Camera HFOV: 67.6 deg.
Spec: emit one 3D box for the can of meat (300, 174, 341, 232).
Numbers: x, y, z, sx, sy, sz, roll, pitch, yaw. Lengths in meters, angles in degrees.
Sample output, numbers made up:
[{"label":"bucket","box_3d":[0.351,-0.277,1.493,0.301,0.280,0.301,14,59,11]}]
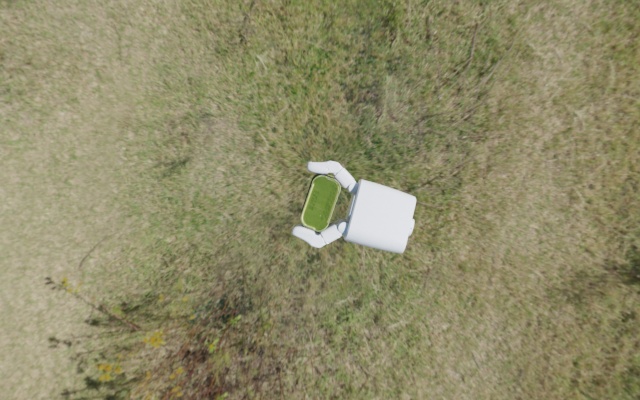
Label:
[{"label":"can of meat","box_3d":[0.000,0.003,0.862,0.057,0.102,0.084,19,4,-1]}]
